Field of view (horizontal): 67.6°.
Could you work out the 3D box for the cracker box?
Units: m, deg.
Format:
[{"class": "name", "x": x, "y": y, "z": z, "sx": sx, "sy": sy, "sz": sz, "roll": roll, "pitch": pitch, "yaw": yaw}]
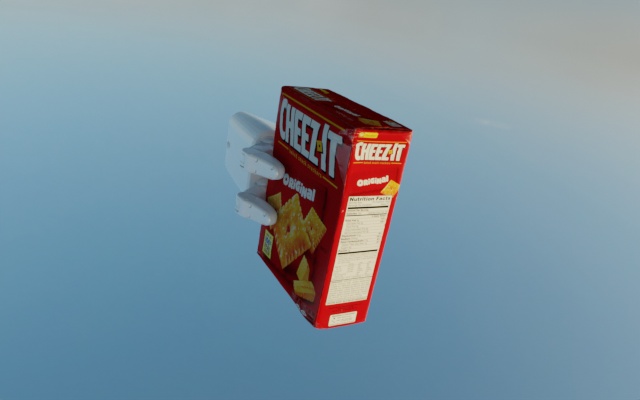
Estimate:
[{"class": "cracker box", "x": 0.000, "y": 0.002, "z": 0.514, "sx": 0.072, "sy": 0.214, "sz": 0.164, "roll": -3, "pitch": 26, "yaw": -29}]
